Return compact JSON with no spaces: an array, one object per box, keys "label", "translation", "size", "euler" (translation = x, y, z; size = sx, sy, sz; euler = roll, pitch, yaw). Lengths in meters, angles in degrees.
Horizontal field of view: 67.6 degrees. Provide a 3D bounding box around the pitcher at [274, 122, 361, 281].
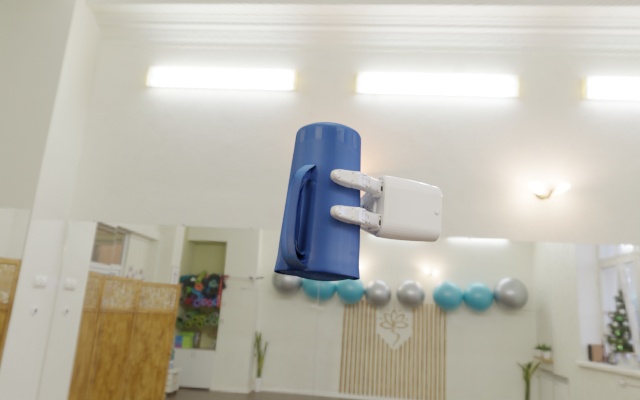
[{"label":"pitcher","translation":[0.000,0.002,0.750],"size":[0.145,0.242,0.149],"euler":[9,-13,-18]}]
